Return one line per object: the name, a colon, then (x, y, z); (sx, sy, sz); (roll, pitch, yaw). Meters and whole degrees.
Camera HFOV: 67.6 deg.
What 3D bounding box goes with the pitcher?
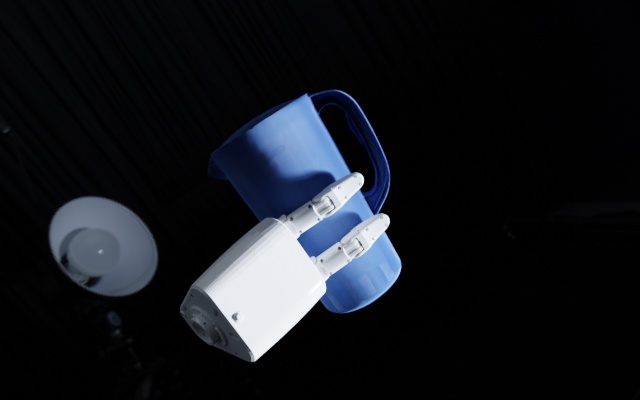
pitcher: (0.000, 0.002, 0.558); (0.145, 0.243, 0.149); (-41, 14, -35)
